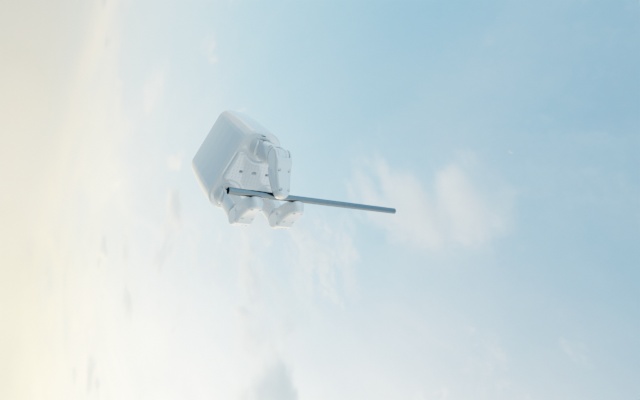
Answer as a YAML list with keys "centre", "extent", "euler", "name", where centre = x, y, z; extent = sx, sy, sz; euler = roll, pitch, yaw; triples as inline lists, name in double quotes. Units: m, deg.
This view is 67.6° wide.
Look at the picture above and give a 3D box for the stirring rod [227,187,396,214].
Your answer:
- centre: [0.000, 0.002, 0.580]
  extent: [0.239, 0.011, 0.011]
  euler: [7, -4, -34]
  name: "stirring rod"
